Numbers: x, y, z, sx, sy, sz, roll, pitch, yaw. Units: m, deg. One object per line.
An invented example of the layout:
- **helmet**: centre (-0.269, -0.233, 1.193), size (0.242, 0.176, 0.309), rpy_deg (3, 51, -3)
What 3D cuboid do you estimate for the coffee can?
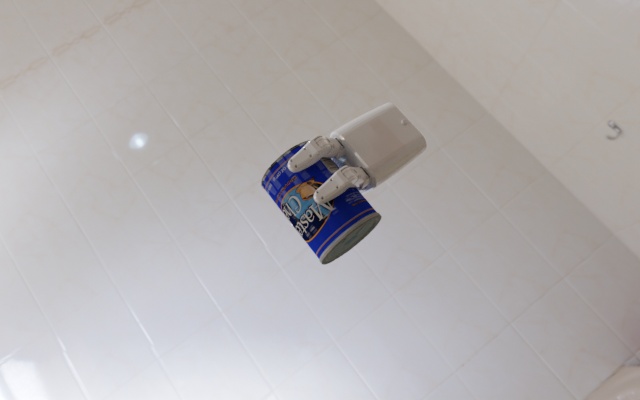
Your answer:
- **coffee can**: centre (0.000, 0.002, 0.658), size (0.103, 0.140, 0.103), rpy_deg (-36, -16, -12)
